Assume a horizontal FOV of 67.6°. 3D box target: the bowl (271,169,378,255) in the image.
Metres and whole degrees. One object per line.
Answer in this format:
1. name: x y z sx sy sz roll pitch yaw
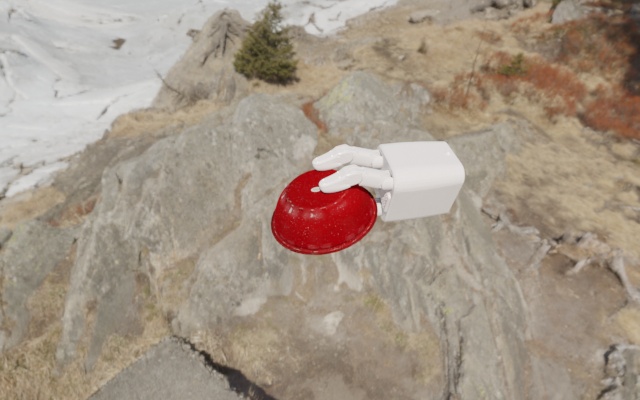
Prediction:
1. bowl: -0.001 0.002 0.692 0.162 0.055 0.162 -8 40 7
